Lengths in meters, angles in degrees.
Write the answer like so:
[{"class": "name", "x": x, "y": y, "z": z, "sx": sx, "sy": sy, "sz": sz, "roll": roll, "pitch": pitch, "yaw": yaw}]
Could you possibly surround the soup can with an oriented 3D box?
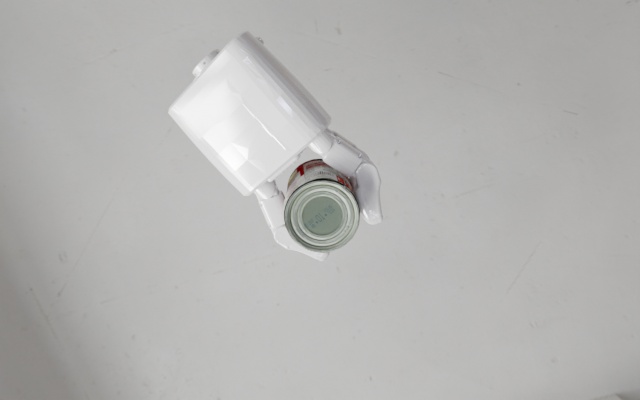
[{"class": "soup can", "x": 0.000, "y": 0.002, "z": 0.456, "sx": 0.068, "sy": 0.068, "sz": 0.102, "roll": 0, "pitch": 14, "yaw": -2}]
